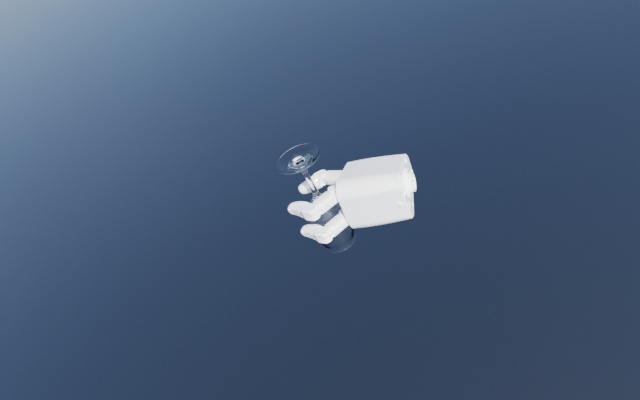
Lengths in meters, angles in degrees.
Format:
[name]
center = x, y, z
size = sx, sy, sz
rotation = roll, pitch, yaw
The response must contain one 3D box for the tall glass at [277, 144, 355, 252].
[tall glass]
center = 0.000, 0.002, 0.824
size = 0.079, 0.201, 0.079
rotation = -16, 39, 13
